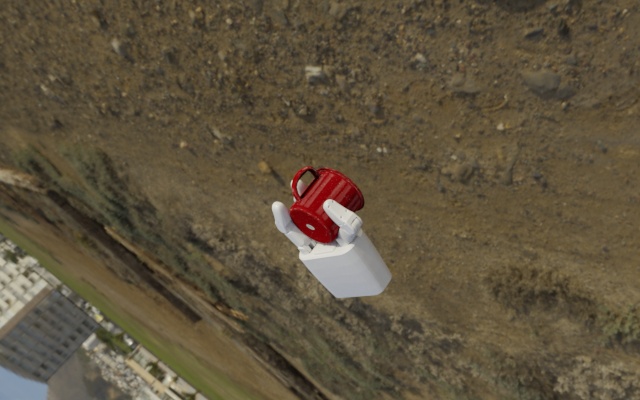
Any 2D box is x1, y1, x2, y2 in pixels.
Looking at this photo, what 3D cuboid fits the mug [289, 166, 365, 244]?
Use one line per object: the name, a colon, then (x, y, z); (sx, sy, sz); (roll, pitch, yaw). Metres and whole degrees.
mug: (-0.001, 0.001, 0.721); (0.093, 0.117, 0.081); (-1, 44, 52)
